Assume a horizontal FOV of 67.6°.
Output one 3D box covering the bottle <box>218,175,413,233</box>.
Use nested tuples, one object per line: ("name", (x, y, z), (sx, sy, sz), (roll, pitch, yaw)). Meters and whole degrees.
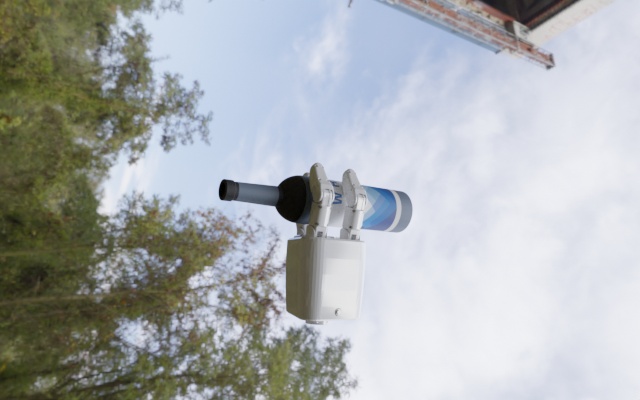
("bottle", (0.000, 0.002, 0.675), (0.296, 0.069, 0.069), (7, -4, -33))
